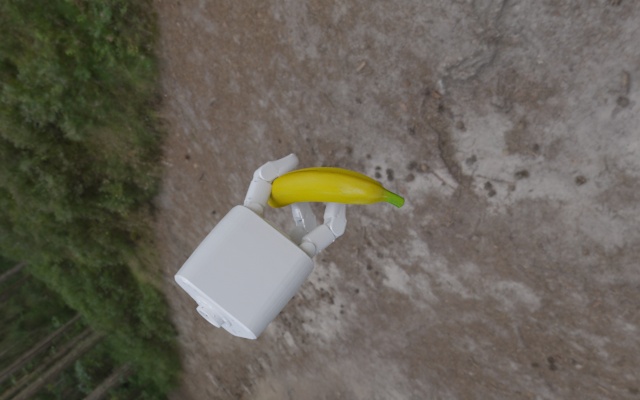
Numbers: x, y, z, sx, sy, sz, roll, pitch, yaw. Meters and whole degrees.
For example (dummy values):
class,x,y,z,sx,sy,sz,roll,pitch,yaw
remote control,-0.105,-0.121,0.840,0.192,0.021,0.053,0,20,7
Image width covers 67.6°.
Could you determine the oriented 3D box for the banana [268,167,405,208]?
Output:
class,x,y,z,sx,sy,sz,roll,pitch,yaw
banana,-0.007,-0.009,0.543,0.198,0.037,0.070,2,-36,41
